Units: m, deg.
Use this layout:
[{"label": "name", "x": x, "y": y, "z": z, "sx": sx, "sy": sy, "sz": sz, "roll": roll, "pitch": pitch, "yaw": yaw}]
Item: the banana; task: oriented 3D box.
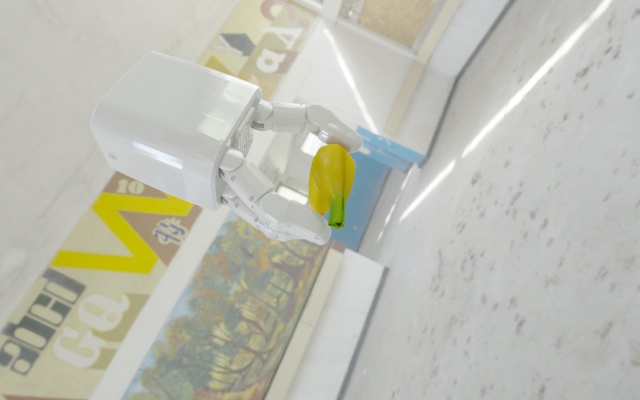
[{"label": "banana", "x": 0.006, "y": -0.016, "z": 0.447, "sx": 0.037, "sy": 0.069, "sz": 0.198, "roll": 17, "pitch": 0, "yaw": -2}]
